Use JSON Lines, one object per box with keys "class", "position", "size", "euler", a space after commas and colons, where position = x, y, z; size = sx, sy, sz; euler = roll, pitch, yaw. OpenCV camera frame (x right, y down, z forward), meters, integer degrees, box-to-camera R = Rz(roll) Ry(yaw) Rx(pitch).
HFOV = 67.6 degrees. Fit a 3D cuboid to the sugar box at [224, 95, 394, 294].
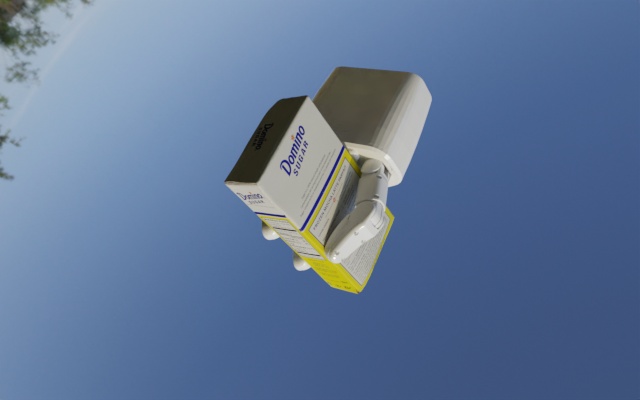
{"class": "sugar box", "position": [0.000, 0.001, 0.431], "size": [0.048, 0.093, 0.176], "euler": [3, -35, 42]}
